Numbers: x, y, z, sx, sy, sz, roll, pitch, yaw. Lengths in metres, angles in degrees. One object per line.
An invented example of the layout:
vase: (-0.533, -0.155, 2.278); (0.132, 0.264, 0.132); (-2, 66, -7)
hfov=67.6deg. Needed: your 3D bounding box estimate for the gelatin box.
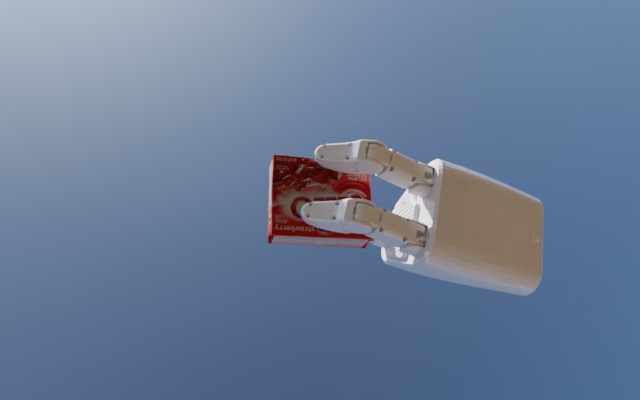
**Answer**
gelatin box: (0.000, 0.001, 0.415); (0.089, 0.073, 0.030); (4, -22, -11)
